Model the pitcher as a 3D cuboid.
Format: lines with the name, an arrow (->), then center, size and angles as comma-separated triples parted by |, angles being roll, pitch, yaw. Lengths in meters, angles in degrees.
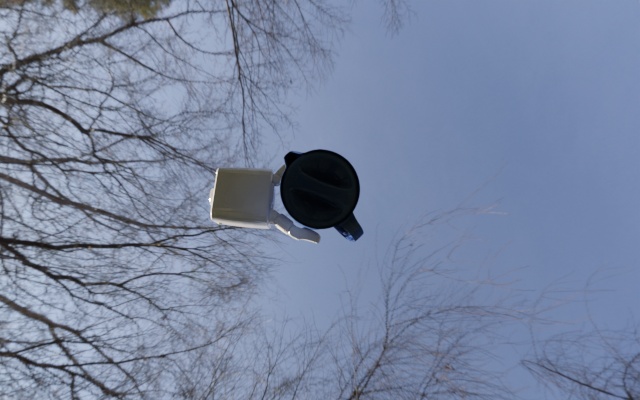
pitcher -> 0.000, 0.003, 0.896 | 0.145, 0.149, 0.243 | 2, -7, -2
